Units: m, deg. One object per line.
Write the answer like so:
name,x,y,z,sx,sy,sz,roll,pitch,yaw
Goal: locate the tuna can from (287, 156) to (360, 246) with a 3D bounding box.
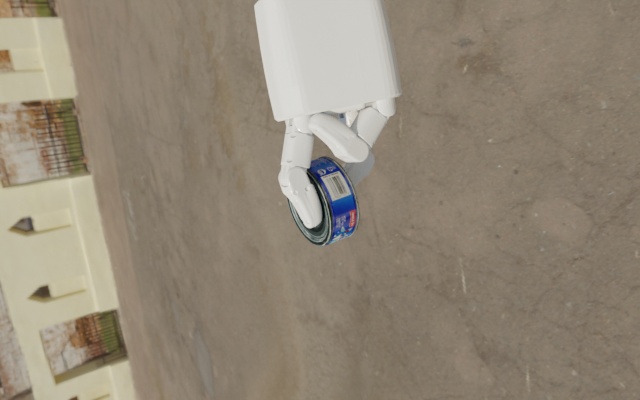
tuna can,0.000,0.002,0.476,0.033,0.086,0.086,-20,10,-28
